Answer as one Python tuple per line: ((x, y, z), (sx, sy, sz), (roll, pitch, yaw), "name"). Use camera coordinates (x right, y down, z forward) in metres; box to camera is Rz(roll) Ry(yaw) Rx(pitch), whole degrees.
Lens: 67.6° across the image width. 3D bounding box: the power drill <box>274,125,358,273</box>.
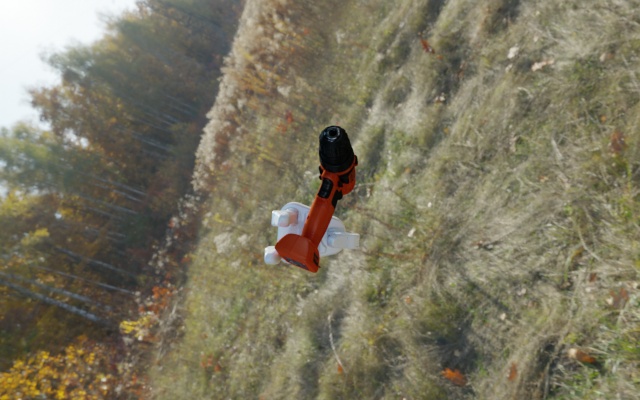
((0.000, 0.003, 0.691), (0.057, 0.187, 0.184), (21, -16, 16), "power drill")
